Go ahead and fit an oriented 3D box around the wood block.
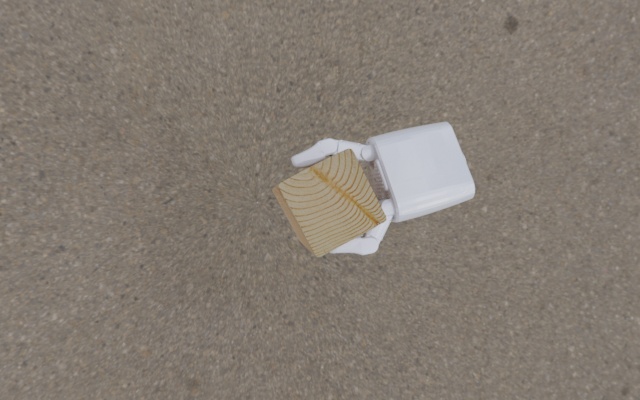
[{"bbox_3d":[0.000,0.002,0.604,0.090,0.091,0.206,-28,3,-7],"label":"wood block"}]
